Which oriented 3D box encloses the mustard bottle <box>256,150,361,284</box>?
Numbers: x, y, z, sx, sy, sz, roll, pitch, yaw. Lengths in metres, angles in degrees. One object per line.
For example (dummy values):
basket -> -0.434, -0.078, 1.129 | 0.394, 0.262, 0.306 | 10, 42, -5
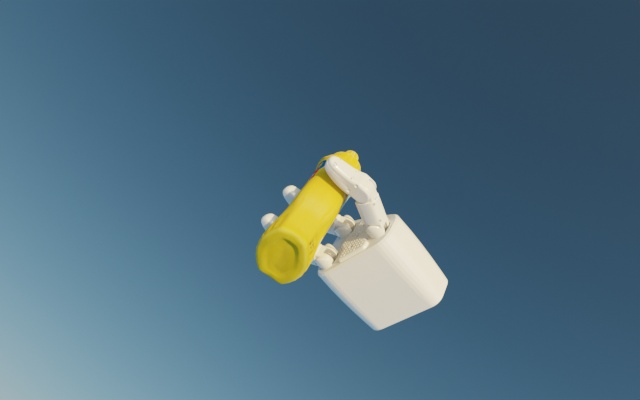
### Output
mustard bottle -> 0.000, 0.002, 0.549 | 0.058, 0.191, 0.096 | 32, -41, 4
